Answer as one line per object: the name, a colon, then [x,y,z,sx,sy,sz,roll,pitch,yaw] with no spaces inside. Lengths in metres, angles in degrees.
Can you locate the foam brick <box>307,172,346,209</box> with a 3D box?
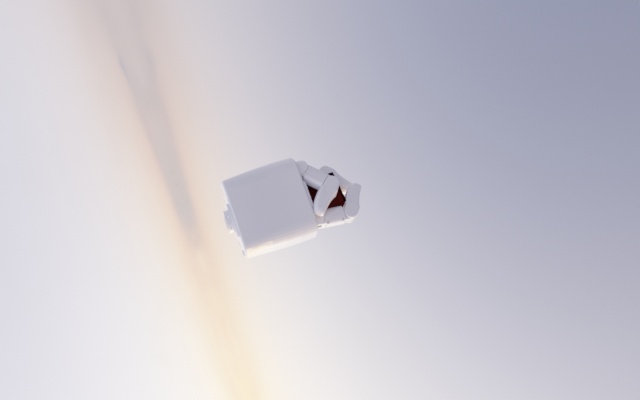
foam brick: [0.000,0.003,0.718,0.051,0.053,0.078,-19,-22,-15]
